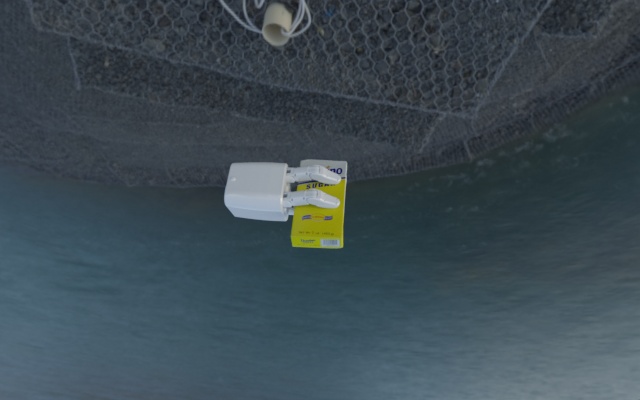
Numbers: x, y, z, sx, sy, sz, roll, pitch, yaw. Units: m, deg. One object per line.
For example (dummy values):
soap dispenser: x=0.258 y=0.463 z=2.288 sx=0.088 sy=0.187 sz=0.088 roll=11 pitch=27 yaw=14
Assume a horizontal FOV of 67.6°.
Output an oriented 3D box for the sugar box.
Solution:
sugar box: x=0.000 y=0.003 z=0.893 sx=0.093 sy=0.176 sz=0.048 roll=2 pitch=-32 yaw=3
